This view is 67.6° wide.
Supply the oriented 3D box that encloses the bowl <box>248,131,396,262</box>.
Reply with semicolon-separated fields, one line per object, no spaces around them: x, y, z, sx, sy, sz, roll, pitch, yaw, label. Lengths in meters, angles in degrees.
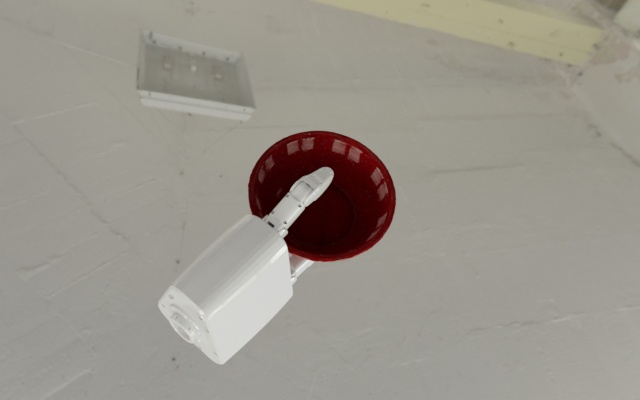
0.001;0.001;0.540;0.162;0.162;0.055;0;-27;-7;bowl
